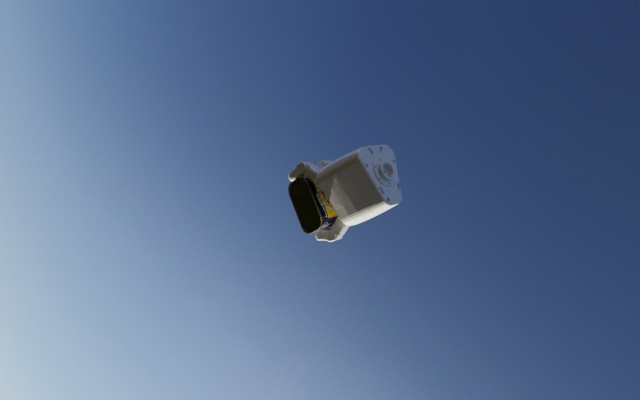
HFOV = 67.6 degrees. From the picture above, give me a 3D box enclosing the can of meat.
[{"bbox_3d":[0.000,0.003,0.884,0.084,0.102,0.057,-12,-14,-43],"label":"can of meat"}]
